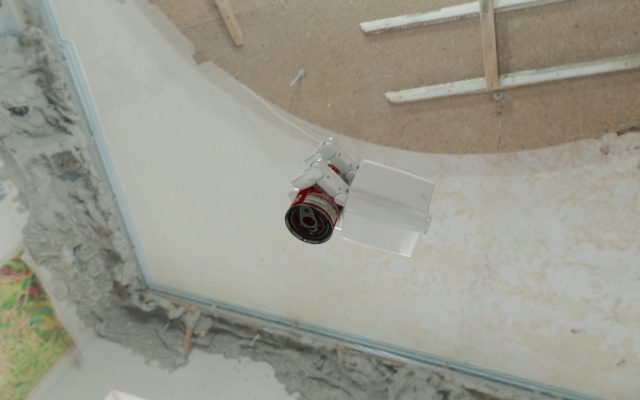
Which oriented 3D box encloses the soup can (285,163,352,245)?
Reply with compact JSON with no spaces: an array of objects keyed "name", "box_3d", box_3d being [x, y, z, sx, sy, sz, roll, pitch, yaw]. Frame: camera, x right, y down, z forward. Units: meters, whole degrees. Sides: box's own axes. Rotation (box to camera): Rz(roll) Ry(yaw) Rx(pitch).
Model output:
[{"name":"soup can","box_3d":[0.000,0.002,0.665,0.068,0.068,0.102,0,37,23]}]
